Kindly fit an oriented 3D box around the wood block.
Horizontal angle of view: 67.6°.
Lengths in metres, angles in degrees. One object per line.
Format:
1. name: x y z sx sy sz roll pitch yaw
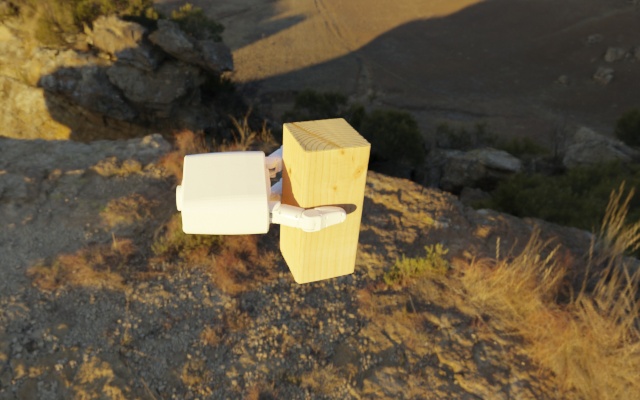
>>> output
1. wood block: 0.000 0.002 0.664 0.090 0.206 0.090 -8 34 -19
